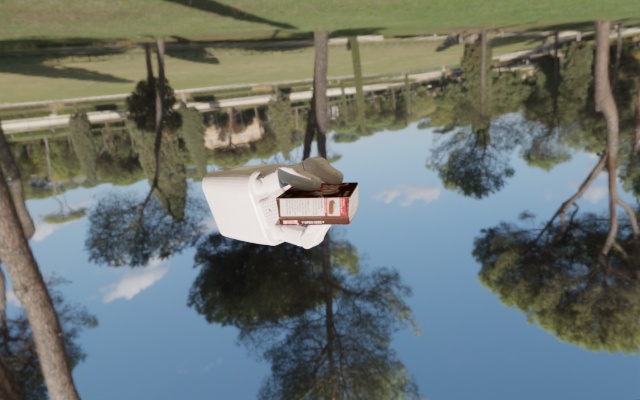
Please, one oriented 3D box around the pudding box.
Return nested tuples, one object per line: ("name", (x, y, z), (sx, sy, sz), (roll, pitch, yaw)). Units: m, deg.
("pudding box", (0.000, 0.002, 0.613), (0.090, 0.039, 0.113), (-2, 13, 10))
